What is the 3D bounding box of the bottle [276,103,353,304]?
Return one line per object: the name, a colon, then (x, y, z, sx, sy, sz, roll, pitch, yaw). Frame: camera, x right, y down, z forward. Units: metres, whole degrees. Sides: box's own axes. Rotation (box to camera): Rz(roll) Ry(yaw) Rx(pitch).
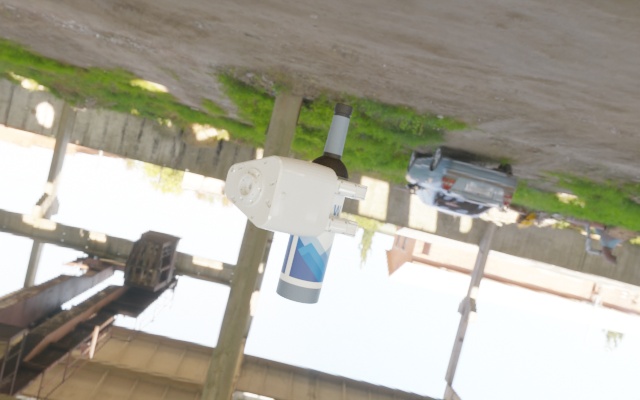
bottle: (0.000, 0.003, 0.713, 0.069, 0.296, 0.069, 14, 2, -1)
